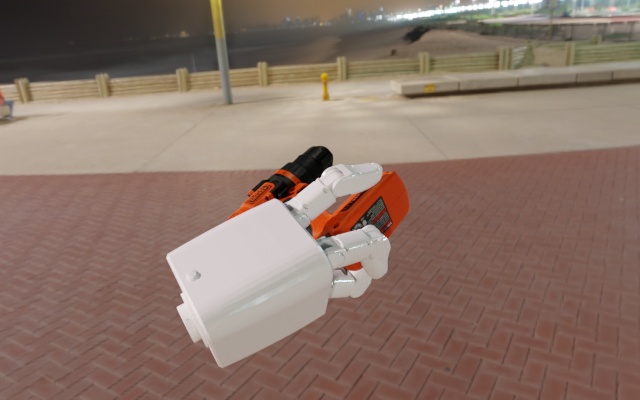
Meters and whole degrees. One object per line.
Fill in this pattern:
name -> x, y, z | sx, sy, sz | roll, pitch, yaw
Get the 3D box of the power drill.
power drill -> 0.000, 0.002, 0.521 | 0.187, 0.057, 0.184 | 6, 45, 47
